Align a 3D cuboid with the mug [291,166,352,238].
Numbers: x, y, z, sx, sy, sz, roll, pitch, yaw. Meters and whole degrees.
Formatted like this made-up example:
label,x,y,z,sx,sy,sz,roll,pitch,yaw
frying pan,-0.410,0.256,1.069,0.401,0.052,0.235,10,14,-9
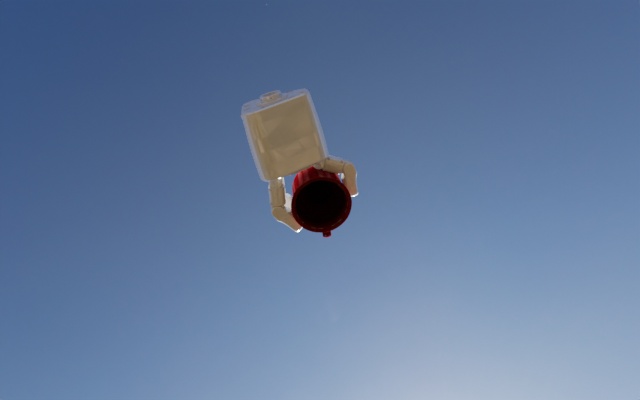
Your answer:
label,x,y,z,sx,sy,sz,roll,pitch,yaw
mug,0.000,0.004,0.763,0.093,0.117,0.081,-15,24,0
